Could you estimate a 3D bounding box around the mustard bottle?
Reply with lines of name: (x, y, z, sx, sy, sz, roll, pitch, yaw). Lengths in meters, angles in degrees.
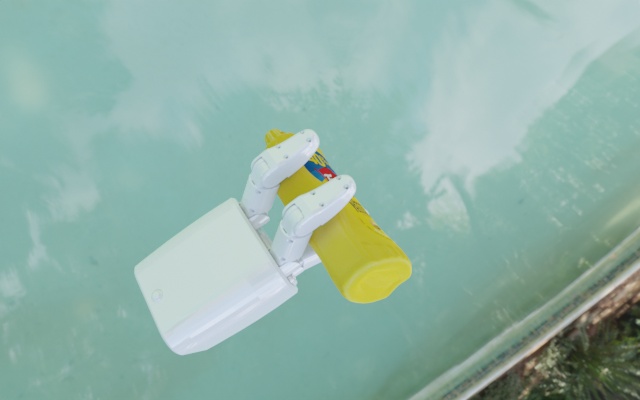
mustard bottle: (0.000, 0.001, 0.434, 0.058, 0.191, 0.096, -45, -31, 14)
